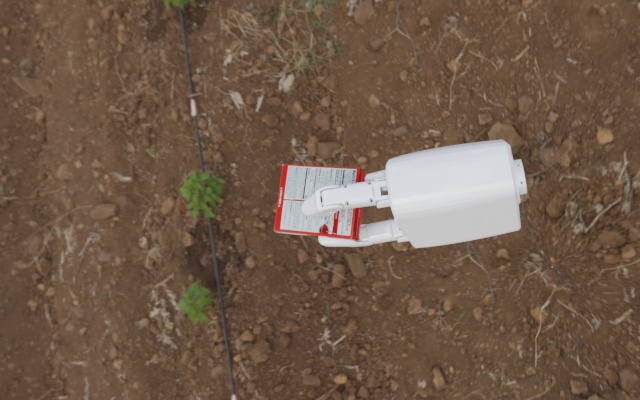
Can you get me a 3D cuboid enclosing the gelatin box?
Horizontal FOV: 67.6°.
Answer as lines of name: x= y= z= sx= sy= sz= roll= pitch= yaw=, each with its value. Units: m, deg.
gelatin box: x=0.000 y=0.002 z=0.501 sx=0.089 sy=0.073 sz=0.030 roll=4 pitch=-7 yaw=18
